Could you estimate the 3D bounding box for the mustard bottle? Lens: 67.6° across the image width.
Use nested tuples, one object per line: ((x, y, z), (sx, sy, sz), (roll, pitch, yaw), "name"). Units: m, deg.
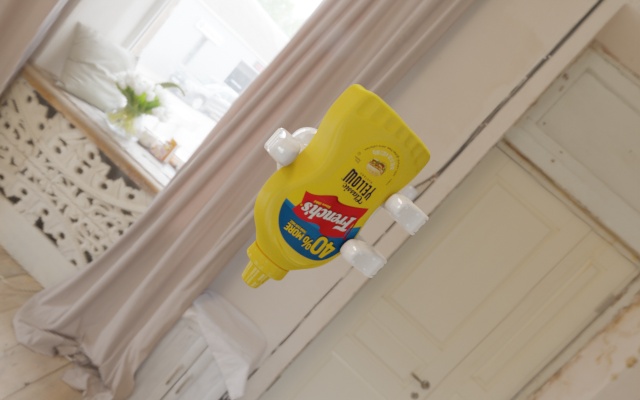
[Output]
((0.000, 0.001, 0.413), (0.096, 0.191, 0.058), (38, 8, -35), "mustard bottle")
